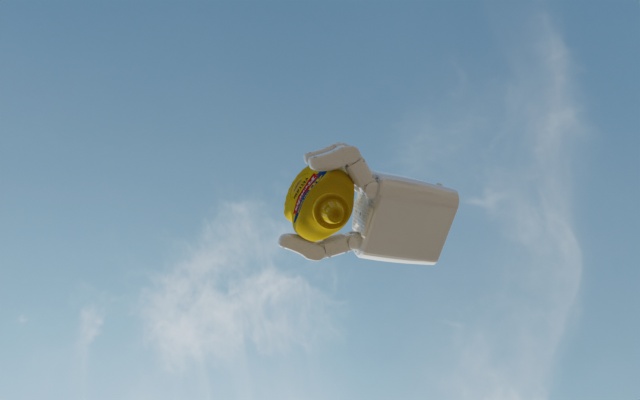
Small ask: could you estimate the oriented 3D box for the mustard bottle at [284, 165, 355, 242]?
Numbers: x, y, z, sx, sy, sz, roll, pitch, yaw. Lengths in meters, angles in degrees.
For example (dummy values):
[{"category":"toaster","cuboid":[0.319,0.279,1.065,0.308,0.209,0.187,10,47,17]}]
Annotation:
[{"category":"mustard bottle","cuboid":[0.000,0.002,0.600,0.058,0.096,0.191,34,2,-14]}]
